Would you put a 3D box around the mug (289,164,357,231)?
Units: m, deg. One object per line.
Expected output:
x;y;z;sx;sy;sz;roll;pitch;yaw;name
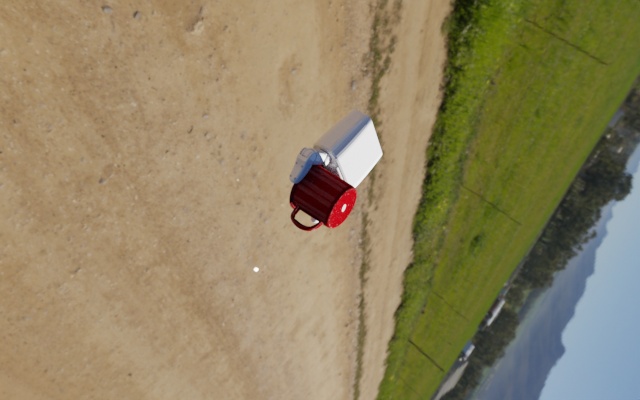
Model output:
-0.001;0.004;0.805;0.081;0.117;0.093;32;-22;25;mug
